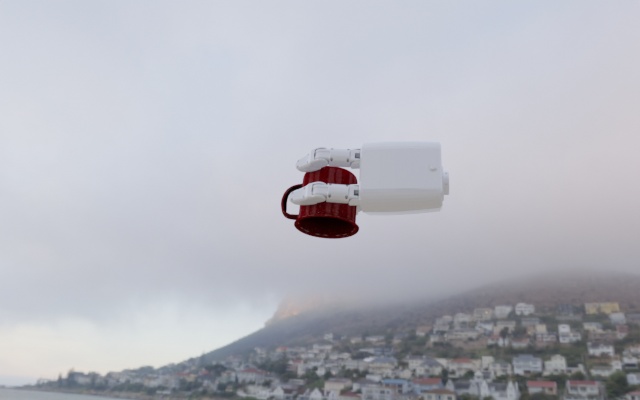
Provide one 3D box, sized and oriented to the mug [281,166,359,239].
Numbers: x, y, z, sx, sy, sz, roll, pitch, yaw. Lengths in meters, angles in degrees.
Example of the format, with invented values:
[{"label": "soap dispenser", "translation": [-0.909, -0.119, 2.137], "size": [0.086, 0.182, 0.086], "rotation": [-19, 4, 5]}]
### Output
[{"label": "mug", "translation": [-0.001, 0.002, 0.697], "size": [0.117, 0.081, 0.093], "rotation": [0, -24, 12]}]
